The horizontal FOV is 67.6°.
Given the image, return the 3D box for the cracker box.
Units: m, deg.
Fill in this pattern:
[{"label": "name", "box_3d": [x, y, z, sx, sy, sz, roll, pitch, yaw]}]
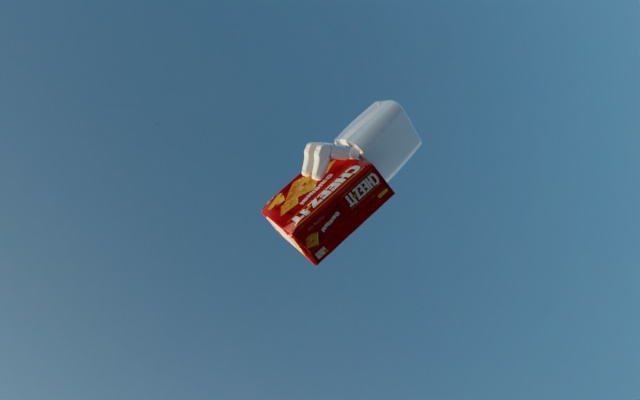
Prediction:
[{"label": "cracker box", "box_3d": [0.000, 0.003, 0.793, 0.164, 0.072, 0.213, -42, 19, -8]}]
